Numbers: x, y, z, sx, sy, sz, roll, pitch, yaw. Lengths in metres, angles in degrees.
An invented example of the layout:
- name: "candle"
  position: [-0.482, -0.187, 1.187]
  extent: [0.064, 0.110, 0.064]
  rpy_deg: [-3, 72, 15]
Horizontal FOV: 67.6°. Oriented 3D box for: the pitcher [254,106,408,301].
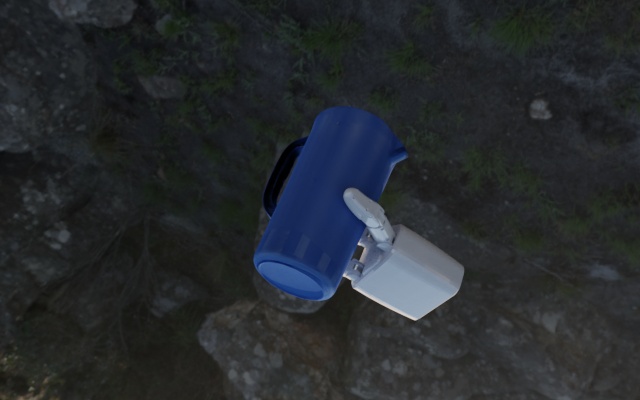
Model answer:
- name: "pitcher"
  position: [0.000, 0.002, 0.638]
  extent: [0.145, 0.242, 0.149]
  rpy_deg: [32, -31, -10]
